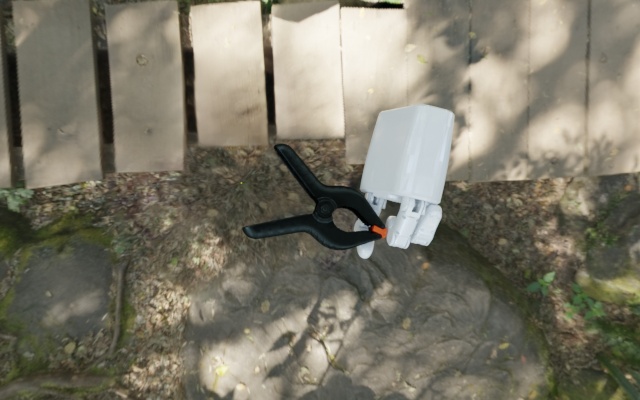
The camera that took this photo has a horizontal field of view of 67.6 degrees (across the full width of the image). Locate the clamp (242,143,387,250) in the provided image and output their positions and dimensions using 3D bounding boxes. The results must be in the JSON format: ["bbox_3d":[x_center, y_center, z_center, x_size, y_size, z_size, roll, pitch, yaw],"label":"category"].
[{"bbox_3d":[0.000,0.002,0.581,0.171,0.120,0.039,13,-3,-10],"label":"clamp"}]
